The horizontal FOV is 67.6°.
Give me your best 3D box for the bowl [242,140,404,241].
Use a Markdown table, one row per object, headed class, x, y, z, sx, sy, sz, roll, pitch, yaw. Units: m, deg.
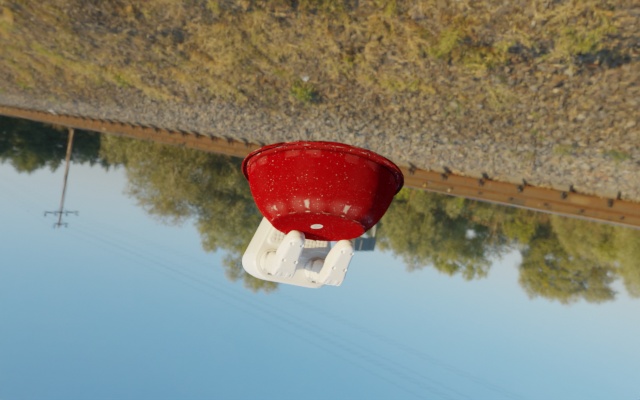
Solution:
| class | x | y | z | sx | sy | sz | roll | pitch | yaw |
| --- | --- | --- | --- | --- | --- | --- | --- | --- | --- |
| bowl | 0.000 | 0.001 | 0.468 | 0.162 | 0.055 | 0.162 | 5 | -21 | 2 |
